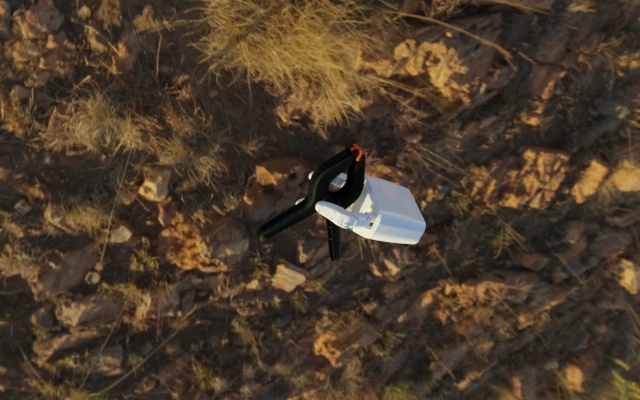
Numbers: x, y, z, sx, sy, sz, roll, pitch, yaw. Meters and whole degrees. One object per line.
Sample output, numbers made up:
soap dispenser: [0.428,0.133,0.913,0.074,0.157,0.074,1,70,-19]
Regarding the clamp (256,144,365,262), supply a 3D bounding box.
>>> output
clamp: [0.001,0.002,0.761,0.164,0.210,0.036,12,25,-32]
